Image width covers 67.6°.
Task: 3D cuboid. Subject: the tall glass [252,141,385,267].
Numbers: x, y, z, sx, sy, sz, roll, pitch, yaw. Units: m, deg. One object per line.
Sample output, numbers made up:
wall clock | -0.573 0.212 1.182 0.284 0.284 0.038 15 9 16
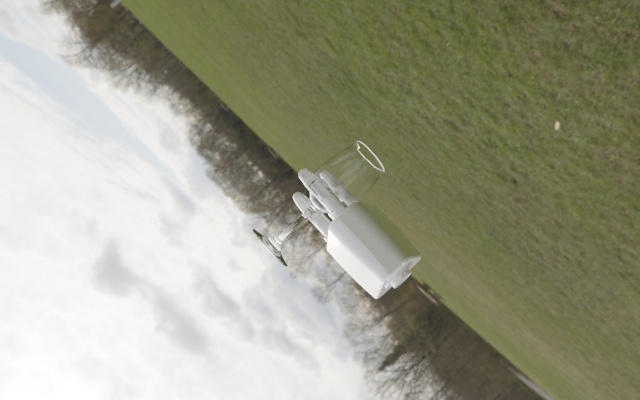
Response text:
tall glass | -0.001 0.003 0.694 0.201 0.079 0.079 -43 2 -2
